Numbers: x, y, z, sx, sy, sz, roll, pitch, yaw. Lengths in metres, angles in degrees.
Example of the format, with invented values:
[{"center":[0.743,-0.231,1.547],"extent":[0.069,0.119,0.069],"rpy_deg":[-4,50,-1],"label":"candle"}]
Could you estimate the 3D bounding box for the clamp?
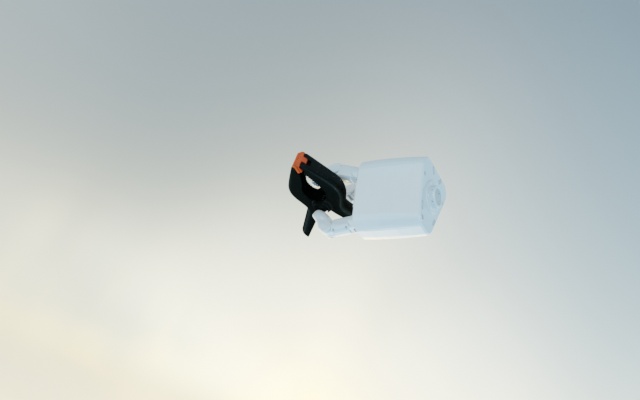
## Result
[{"center":[0.000,0.003,0.781],"extent":[0.164,0.036,0.210],"rpy_deg":[-6,-40,34],"label":"clamp"}]
